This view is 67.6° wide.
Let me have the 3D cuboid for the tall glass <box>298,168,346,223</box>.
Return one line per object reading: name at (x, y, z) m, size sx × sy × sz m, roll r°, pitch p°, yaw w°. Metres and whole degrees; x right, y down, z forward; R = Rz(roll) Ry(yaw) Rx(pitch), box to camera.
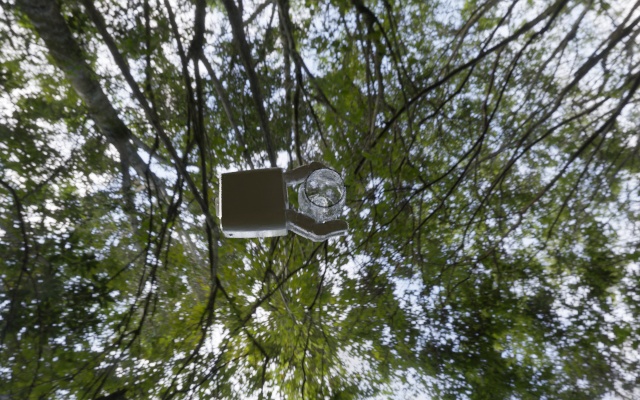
tall glass at (0.000, 0.003, 0.810) m, size 0.079 × 0.079 × 0.201 m, roll 0°, pitch -13°, yaw -4°
